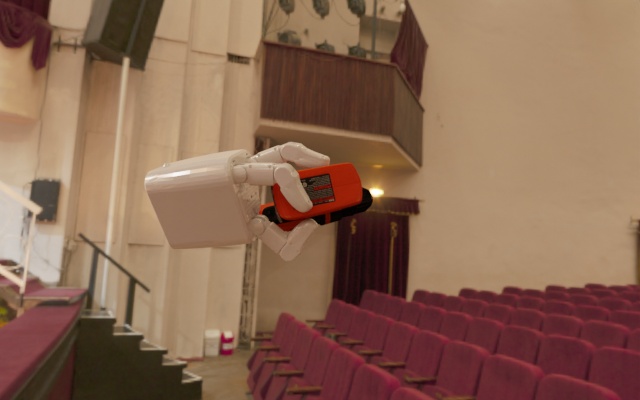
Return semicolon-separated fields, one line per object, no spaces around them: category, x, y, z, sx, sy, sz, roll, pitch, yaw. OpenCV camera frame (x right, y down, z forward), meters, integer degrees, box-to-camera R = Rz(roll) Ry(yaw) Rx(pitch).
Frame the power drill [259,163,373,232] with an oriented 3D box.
power drill;0.000;0.002;0.648;0.184;0.057;0.188;-14;-10;-10
